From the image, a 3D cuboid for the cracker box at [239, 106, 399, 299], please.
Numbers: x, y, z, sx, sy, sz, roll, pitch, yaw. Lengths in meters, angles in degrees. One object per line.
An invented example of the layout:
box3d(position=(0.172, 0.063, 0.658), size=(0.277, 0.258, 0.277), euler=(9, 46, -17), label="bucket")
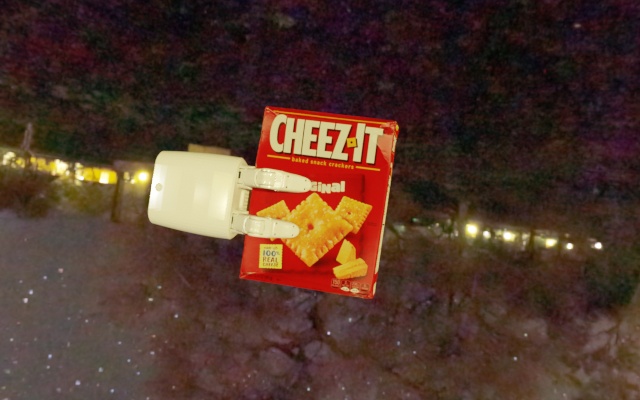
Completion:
box3d(position=(0.000, 0.002, 0.590), size=(0.164, 0.213, 0.072), euler=(8, -1, 9), label="cracker box")
